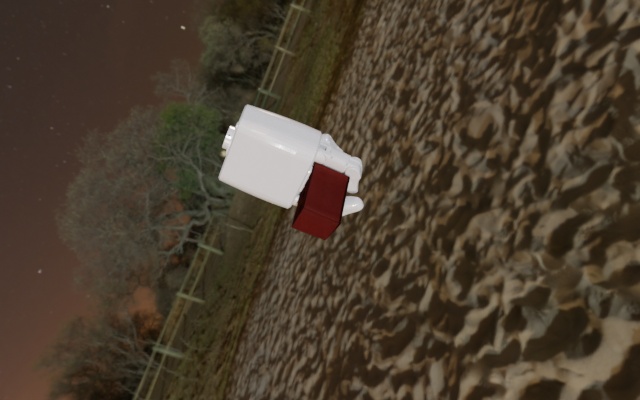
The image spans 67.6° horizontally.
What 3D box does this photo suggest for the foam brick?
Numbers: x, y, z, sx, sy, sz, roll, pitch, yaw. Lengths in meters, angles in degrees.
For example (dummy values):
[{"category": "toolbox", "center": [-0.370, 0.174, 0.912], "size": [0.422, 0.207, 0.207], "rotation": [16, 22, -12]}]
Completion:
[{"category": "foam brick", "center": [0.000, 0.002, 0.623], "size": [0.051, 0.078, 0.053], "rotation": [21, -37, -11]}]
